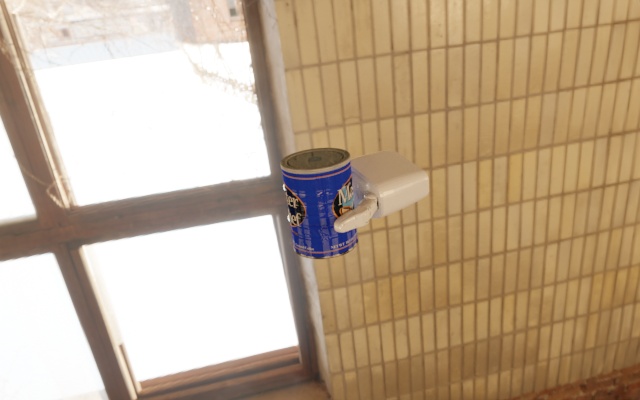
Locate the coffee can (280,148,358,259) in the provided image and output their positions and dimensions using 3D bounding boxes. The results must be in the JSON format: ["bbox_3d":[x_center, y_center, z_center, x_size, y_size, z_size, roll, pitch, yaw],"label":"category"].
[{"bbox_3d":[0.000,0.002,0.718,0.103,0.140,0.102,-6,22,2],"label":"coffee can"}]
